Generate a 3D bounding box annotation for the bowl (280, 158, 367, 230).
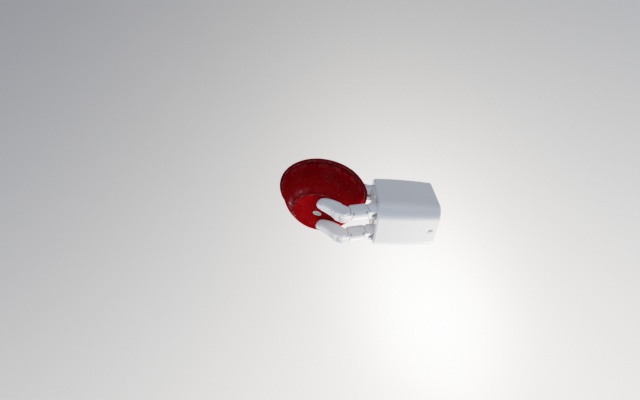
[{"bbox_3d":[-0.001,0.003,0.850,0.162,0.055,0.162,7,-43,7],"label":"bowl"}]
